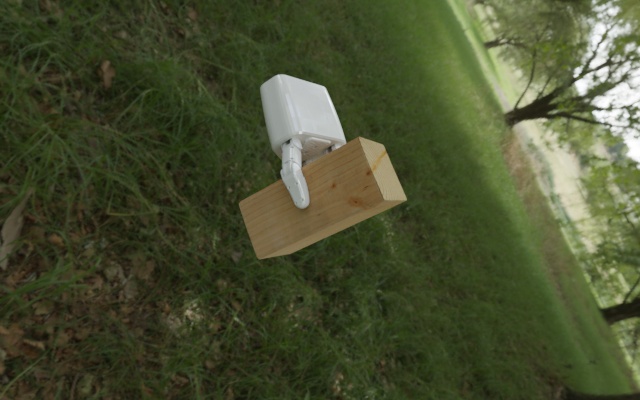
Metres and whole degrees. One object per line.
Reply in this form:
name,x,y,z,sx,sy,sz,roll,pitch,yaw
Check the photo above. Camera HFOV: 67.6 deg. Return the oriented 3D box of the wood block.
wood block,0.000,0.002,0.670,0.206,0.090,0.091,-27,-13,25
